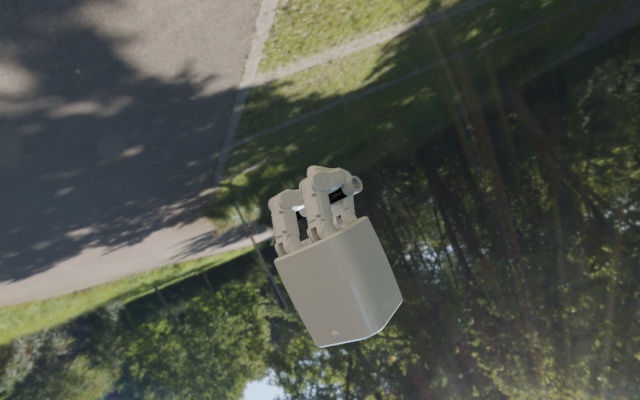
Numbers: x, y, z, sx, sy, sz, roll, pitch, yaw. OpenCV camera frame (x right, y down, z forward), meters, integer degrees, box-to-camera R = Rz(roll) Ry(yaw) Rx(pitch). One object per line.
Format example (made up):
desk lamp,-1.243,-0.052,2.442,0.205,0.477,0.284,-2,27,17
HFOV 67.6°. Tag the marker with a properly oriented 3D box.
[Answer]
marker,0.000,0.002,0.555,0.020,0.020,0.121,0,-19,-43
